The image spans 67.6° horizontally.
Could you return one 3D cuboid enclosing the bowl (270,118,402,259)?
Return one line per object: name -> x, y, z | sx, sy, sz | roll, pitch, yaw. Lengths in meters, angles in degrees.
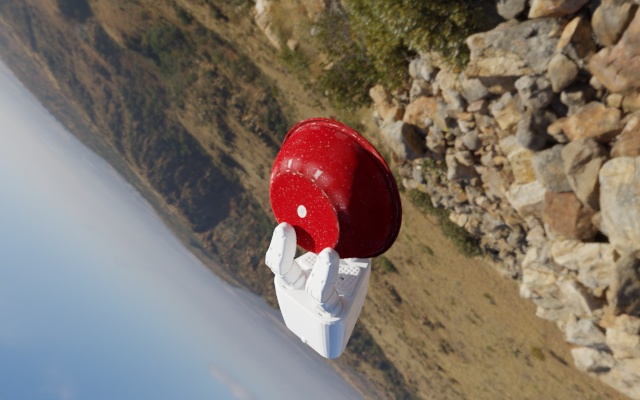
bowl -> 0.000, 0.001, 0.482 | 0.162, 0.162, 0.055 | 0, 26, 46
